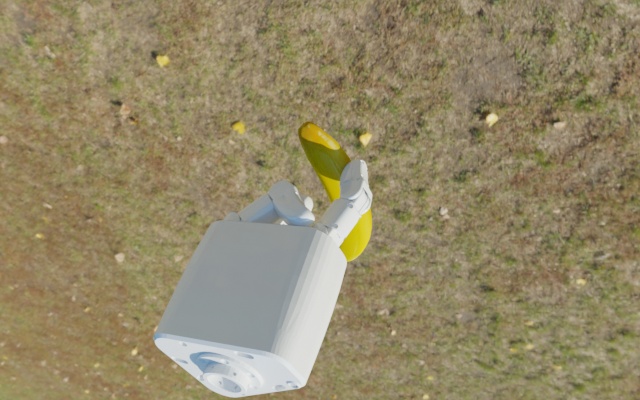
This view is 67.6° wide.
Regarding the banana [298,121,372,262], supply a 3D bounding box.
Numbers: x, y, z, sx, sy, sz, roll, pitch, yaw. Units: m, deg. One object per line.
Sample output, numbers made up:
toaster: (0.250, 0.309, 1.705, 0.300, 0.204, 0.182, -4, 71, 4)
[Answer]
banana: (0.018, 0.007, 0.485, 0.069, 0.037, 0.198, 10, -42, 14)
